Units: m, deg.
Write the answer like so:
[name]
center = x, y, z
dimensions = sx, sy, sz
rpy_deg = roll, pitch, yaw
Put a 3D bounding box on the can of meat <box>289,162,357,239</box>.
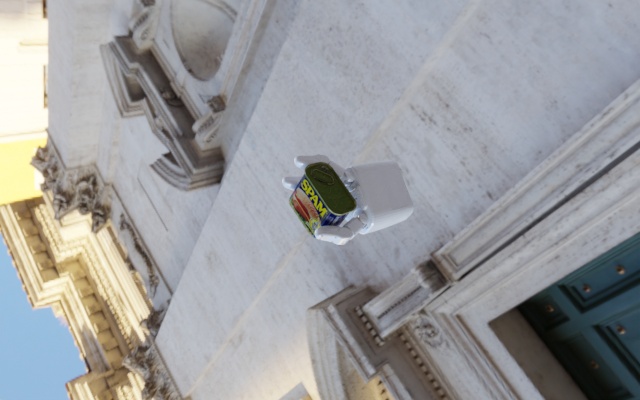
[can of meat]
center = 0.000, 0.003, 0.788
dimensions = 0.057, 0.102, 0.084
rpy_deg = -18, -25, -38
